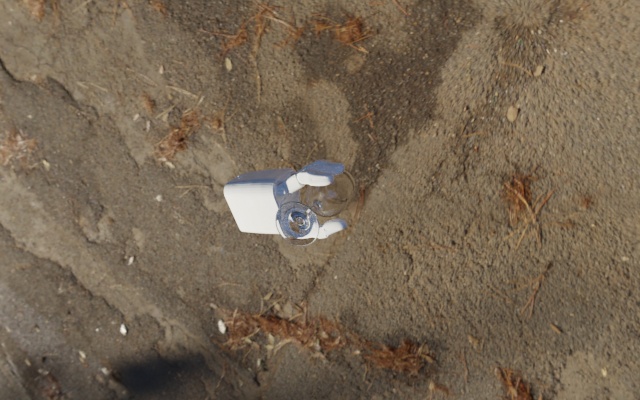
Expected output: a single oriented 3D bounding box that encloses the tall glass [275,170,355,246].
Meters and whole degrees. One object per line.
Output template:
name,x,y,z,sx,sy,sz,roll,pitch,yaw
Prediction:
tall glass,0.000,0.003,0.815,0.079,0.079,0.201,0,20,23
